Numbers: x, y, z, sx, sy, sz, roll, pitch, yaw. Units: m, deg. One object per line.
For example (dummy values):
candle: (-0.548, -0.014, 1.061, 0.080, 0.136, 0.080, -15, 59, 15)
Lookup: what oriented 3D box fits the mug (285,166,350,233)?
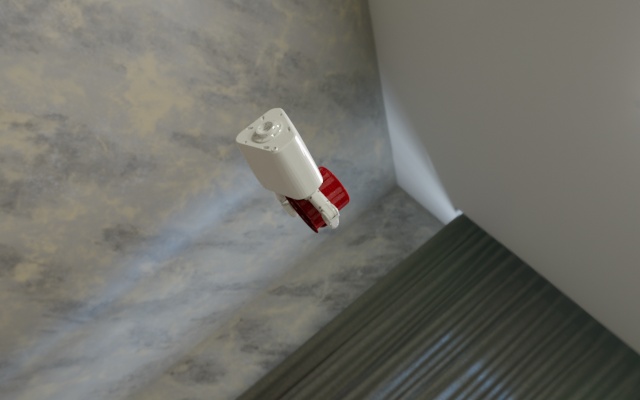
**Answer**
mug: (0.001, 0.004, 0.833, 0.093, 0.081, 0.117, 42, -13, 43)
